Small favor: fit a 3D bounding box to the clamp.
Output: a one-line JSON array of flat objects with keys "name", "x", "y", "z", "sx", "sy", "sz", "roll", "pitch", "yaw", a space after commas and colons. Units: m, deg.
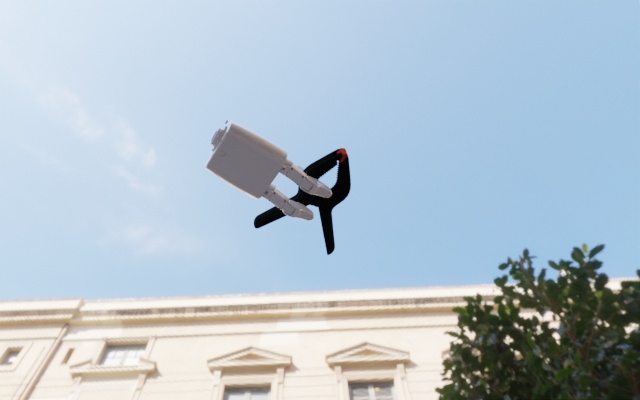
[{"name": "clamp", "x": 0.000, "y": 0.002, "z": 0.862, "sx": 0.164, "sy": 0.210, "sz": 0.036, "roll": 29, "pitch": 22, "yaw": -22}]
